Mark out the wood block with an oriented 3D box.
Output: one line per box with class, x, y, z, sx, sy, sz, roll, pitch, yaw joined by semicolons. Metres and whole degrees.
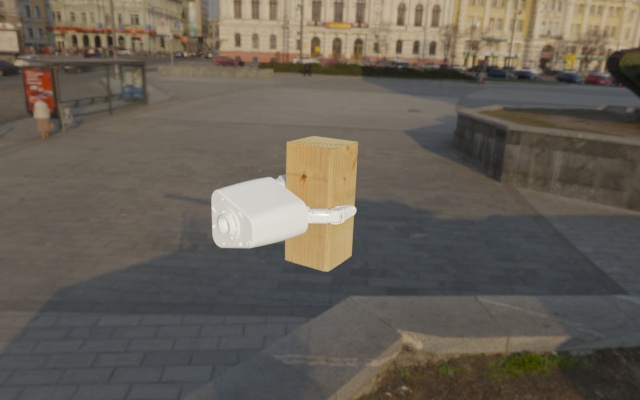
wood block;0.000;0.003;0.812;0.091;0.206;0.090;12;20;30
